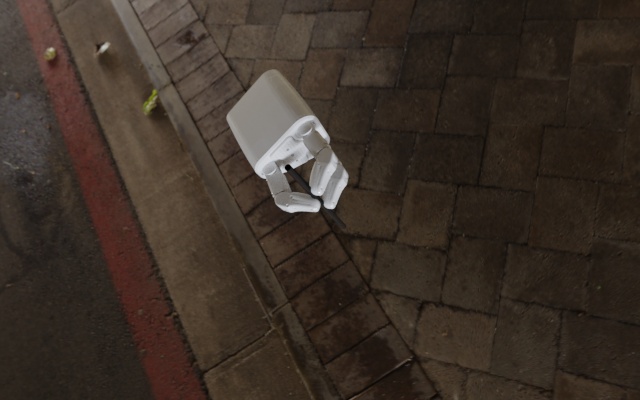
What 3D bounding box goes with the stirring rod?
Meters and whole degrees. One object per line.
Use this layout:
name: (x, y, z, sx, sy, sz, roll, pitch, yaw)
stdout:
stirring rod: (0.000, 0.002, 0.636, 0.011, 0.011, 0.240, 0, -19, 19)
